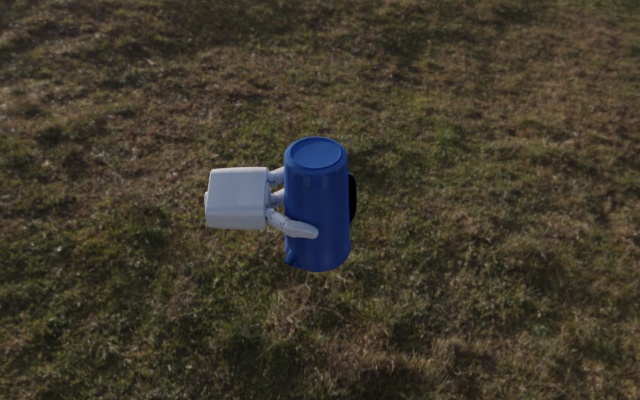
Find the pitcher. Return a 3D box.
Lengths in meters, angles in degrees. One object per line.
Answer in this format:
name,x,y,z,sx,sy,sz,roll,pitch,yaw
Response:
pitcher,0.000,0.003,0.886,0.145,0.243,0.149,0,43,1
